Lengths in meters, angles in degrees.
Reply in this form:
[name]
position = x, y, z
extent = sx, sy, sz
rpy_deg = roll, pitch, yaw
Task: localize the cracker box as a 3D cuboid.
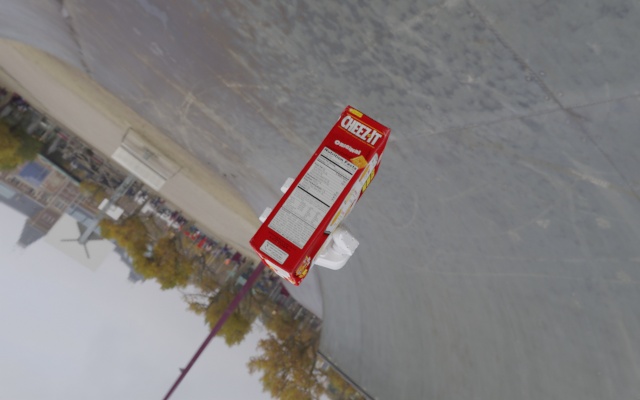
[cracker box]
position = 0.000, 0.002, 0.633
extent = 0.072, 0.213, 0.164
rpy_deg = 33, -12, 9
